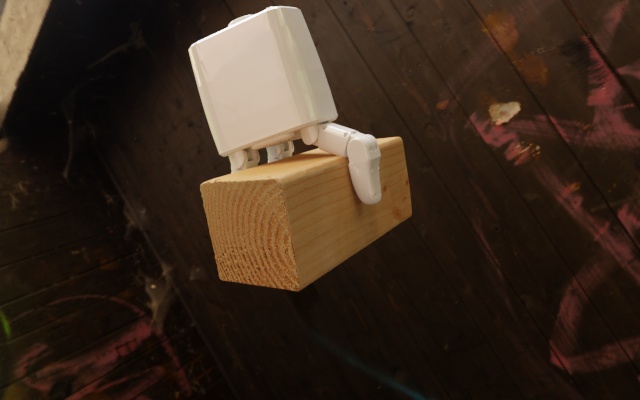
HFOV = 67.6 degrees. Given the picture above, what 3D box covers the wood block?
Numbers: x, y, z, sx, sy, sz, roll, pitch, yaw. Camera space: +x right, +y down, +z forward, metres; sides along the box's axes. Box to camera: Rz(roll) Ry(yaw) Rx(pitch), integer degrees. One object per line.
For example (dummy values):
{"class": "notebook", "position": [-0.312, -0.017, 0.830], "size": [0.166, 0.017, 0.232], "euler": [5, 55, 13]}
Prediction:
{"class": "wood block", "position": [0.000, 0.001, 0.457], "size": [0.091, 0.090, 0.206], "euler": [-1, 15, 36]}
